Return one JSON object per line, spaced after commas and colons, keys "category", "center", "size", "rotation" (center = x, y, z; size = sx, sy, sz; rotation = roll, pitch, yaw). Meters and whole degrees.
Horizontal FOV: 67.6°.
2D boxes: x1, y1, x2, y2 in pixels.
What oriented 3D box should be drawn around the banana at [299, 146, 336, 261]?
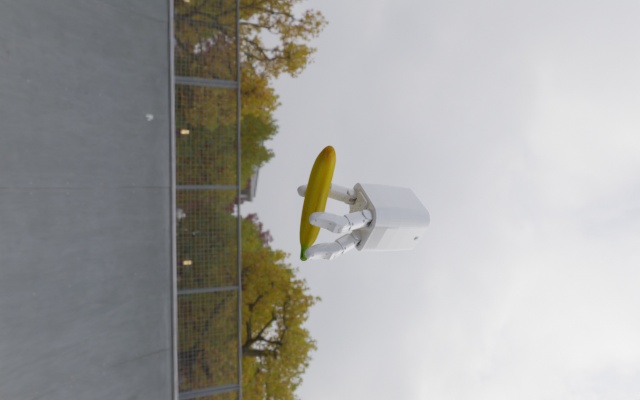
{"category": "banana", "center": [-0.004, -0.002, 0.773], "size": [0.037, 0.198, 0.069], "rotation": [6, 23, -15]}
